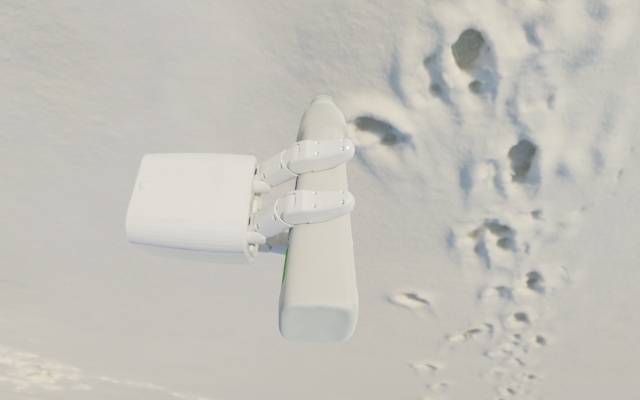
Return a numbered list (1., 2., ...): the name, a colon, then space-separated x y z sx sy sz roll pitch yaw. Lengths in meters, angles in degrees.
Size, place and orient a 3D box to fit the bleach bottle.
1. bleach bottle: 0.000 0.002 0.470 0.068 0.250 0.103 3 -34 -2
